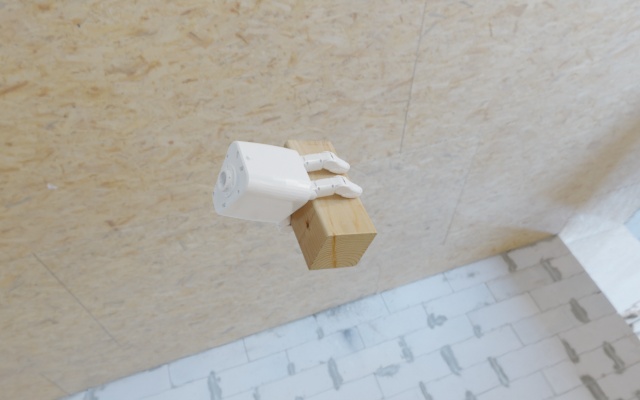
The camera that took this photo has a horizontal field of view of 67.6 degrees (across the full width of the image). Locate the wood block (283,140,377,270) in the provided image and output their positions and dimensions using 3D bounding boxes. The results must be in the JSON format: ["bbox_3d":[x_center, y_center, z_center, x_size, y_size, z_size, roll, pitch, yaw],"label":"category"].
[{"bbox_3d":[0.000,0.003,0.789,0.090,0.206,0.091,-1,-41,-28],"label":"wood block"}]
